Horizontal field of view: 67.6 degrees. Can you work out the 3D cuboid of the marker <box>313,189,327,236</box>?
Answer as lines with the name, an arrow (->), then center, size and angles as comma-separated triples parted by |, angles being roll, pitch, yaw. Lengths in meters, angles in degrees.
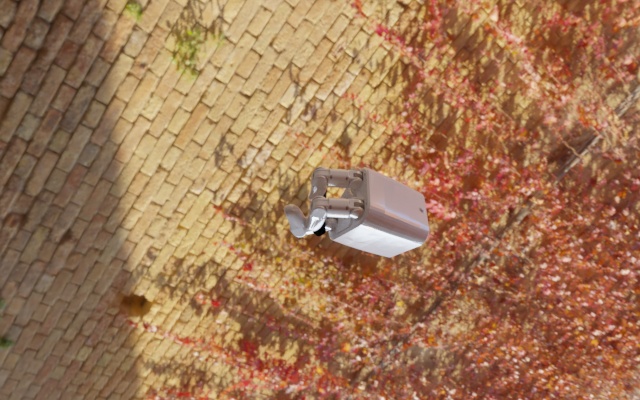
marker -> 0.000, 0.002, 0.712 | 0.020, 0.121, 0.020 | 1, -40, 1
